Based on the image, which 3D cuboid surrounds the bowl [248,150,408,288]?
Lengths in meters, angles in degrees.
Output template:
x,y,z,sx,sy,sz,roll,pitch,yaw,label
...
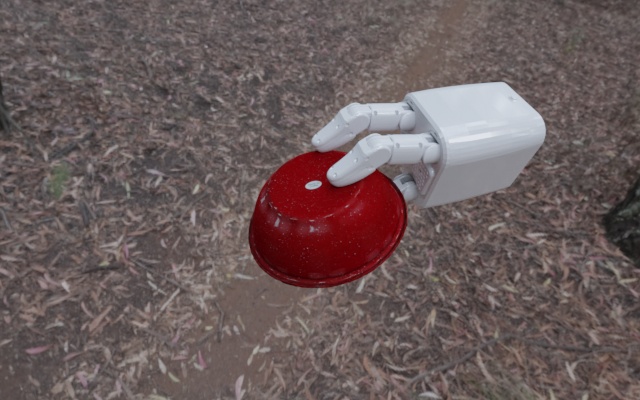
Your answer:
x,y,z,sx,sy,sz,roll,pitch,yaw,label
-0.001,0.002,0.457,0.162,0.162,0.055,0,-42,17,bowl
